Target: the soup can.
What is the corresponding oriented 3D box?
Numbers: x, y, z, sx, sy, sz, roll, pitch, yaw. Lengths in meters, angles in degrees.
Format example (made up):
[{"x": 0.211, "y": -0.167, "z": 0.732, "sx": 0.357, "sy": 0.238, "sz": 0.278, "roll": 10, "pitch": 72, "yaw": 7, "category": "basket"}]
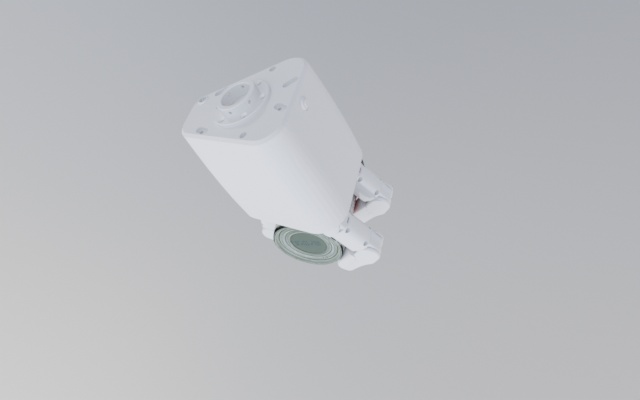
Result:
[{"x": 0.000, "y": 0.002, "z": 0.461, "sx": 0.068, "sy": 0.102, "sz": 0.069, "roll": 11, "pitch": -34, "yaw": 8, "category": "soup can"}]
